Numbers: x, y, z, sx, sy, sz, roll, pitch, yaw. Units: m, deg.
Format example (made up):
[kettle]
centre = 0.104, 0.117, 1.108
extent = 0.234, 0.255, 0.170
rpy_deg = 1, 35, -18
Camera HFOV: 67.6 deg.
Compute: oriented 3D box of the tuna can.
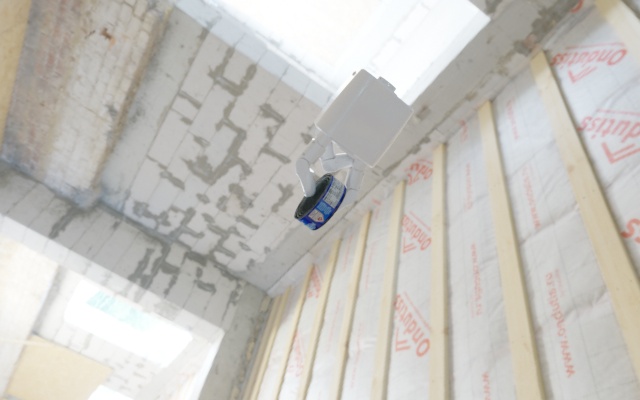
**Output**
[tuna can]
centre = 0.001, 0.003, 0.715
extent = 0.034, 0.086, 0.086
rpy_deg = 38, -11, -15
